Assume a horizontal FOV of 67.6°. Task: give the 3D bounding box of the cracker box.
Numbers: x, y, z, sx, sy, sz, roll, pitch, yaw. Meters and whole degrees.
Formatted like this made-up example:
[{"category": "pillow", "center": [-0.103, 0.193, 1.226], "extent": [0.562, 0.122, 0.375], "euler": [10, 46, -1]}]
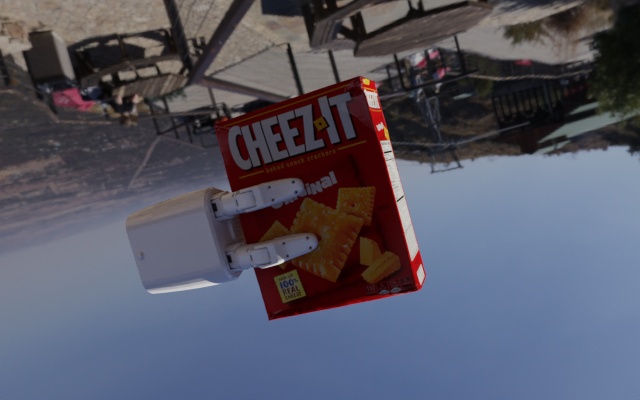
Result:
[{"category": "cracker box", "center": [0.000, 0.002, 0.492], "extent": [0.164, 0.214, 0.072], "euler": [-14, 4, 18]}]
